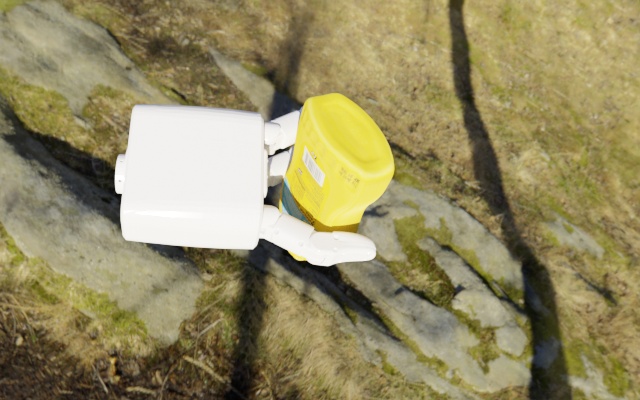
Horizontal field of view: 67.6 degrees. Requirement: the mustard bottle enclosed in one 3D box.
[{"bbox_3d":[0.000,0.001,0.446,0.058,0.096,0.192,-19,-29,-29],"label":"mustard bottle"}]
